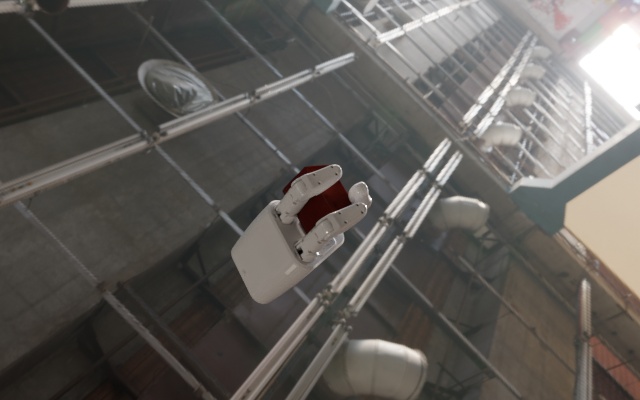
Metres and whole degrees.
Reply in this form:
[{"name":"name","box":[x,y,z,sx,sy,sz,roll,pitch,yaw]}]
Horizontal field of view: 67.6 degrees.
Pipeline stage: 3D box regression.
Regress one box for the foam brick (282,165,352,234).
[{"name":"foam brick","box":[0.000,0.002,0.591,0.053,0.078,0.051,-6,-30,-50]}]
